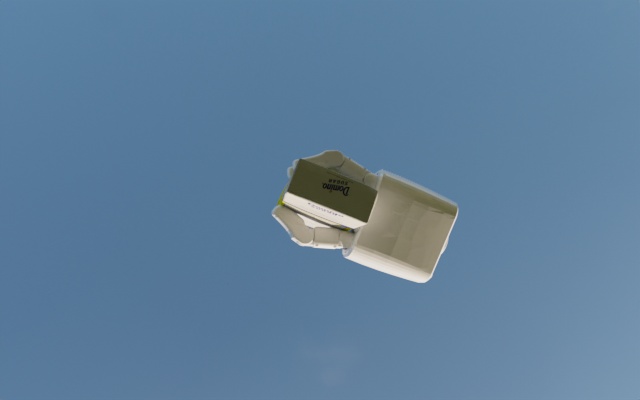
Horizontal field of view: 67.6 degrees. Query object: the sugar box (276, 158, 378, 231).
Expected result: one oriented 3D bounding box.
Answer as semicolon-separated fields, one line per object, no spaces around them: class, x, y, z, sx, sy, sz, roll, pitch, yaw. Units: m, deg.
sugar box;0.000;0.001;0.574;0.093;0.048;0.176;22;-13;-6
